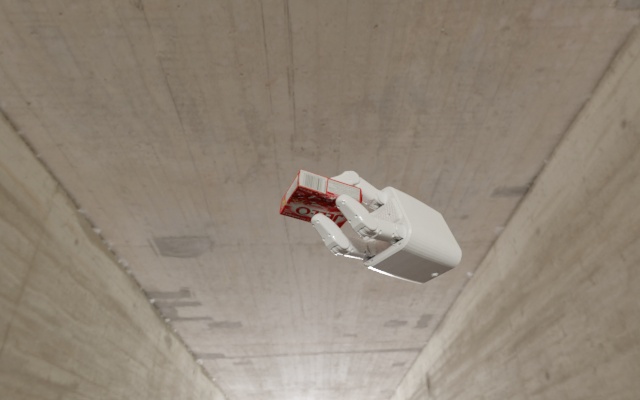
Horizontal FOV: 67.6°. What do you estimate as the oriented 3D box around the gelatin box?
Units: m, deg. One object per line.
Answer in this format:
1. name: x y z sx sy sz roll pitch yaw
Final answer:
1. gelatin box: 0.000 0.002 0.626 0.089 0.030 0.073 17 -36 -16
